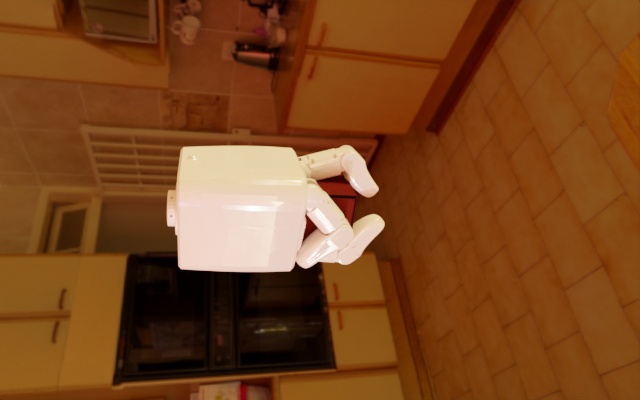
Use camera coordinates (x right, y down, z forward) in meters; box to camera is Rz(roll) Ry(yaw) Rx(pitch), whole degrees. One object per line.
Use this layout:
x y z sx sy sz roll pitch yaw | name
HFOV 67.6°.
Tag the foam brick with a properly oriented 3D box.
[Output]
0.000 0.002 0.484 0.051 0.053 0.078 1 25 -13 | foam brick
